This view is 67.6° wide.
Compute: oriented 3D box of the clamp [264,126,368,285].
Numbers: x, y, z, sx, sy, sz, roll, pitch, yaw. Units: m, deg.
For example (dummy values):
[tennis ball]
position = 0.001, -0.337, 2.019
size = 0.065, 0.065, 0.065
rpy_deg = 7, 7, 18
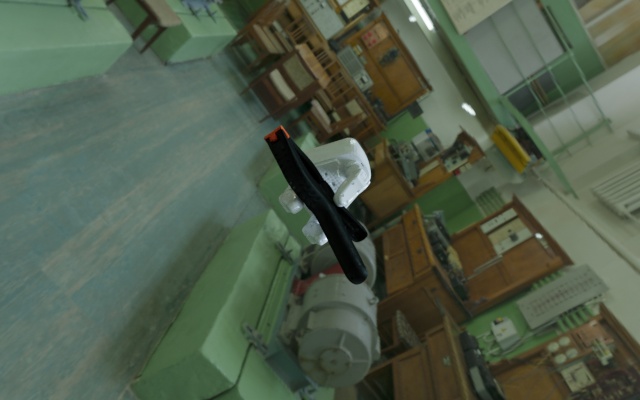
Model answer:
[clamp]
position = 0.000, 0.001, 0.602
size = 0.036, 0.210, 0.164
rpy_deg = -34, 16, 12
